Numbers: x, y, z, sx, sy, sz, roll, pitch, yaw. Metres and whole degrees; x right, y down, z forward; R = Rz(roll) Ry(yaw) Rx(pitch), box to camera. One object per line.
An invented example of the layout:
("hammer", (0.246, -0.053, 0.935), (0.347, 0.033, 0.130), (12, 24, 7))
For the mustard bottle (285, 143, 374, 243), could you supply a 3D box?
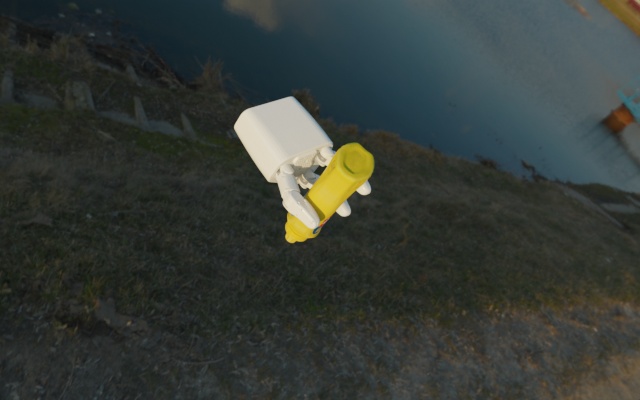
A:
("mustard bottle", (0.000, 0.002, 0.713), (0.192, 0.058, 0.096), (-49, 3, 36))
